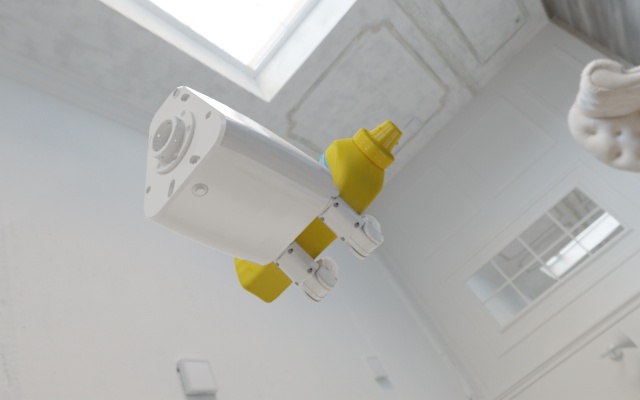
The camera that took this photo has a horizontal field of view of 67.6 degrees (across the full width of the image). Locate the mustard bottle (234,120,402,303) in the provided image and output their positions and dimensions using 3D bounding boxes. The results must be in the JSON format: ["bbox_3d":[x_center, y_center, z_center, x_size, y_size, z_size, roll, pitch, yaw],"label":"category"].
[{"bbox_3d":[0.000,0.002,0.438,0.058,0.192,0.096,38,18,-19],"label":"mustard bottle"}]
